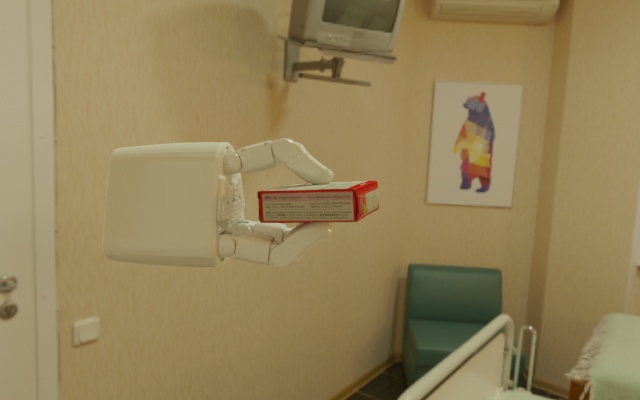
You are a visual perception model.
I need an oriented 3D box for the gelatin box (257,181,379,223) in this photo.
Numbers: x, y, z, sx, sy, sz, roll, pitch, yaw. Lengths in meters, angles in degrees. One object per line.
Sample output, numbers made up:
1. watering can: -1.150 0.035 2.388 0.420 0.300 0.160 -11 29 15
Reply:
1. gelatin box: 0.000 0.001 0.420 0.089 0.030 0.073 -2 6 21
